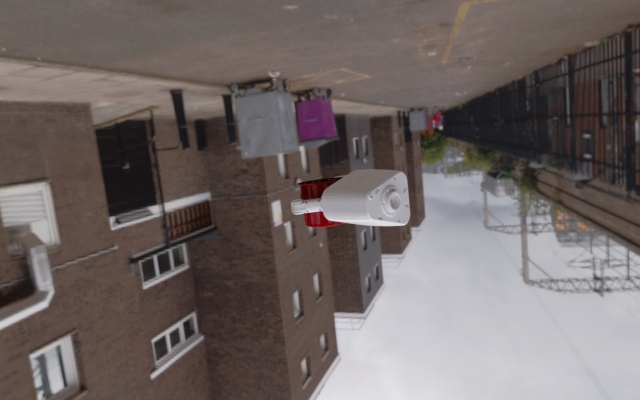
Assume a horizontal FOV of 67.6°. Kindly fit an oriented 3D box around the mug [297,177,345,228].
[{"bbox_3d":[-0.001,0.003,0.891,0.093,0.081,0.117,-12,8,-38],"label":"mug"}]
